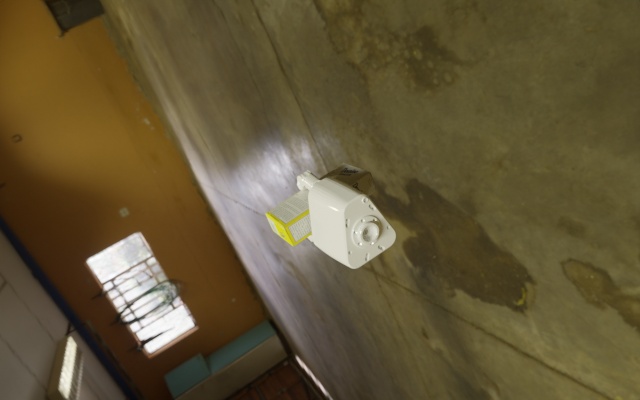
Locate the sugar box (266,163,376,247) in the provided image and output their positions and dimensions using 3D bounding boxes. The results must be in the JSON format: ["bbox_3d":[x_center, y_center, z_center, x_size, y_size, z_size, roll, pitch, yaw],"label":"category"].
[{"bbox_3d":[0.000,0.003,0.818,0.176,0.048,0.093,-31,26,-17],"label":"sugar box"}]
